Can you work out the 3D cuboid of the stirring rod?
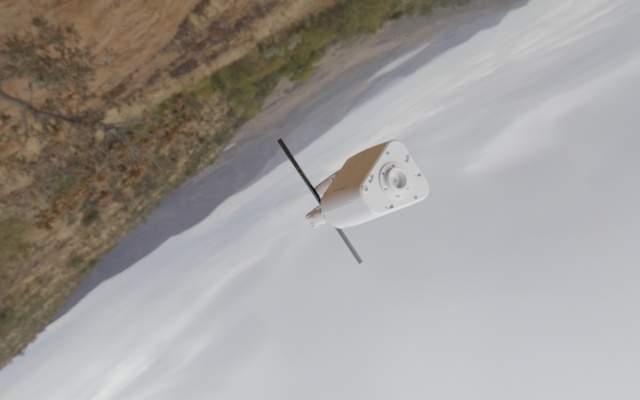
[{"bbox_3d":[0.000,0.002,0.772,0.011,0.239,0.011,-33,7,4],"label":"stirring rod"}]
